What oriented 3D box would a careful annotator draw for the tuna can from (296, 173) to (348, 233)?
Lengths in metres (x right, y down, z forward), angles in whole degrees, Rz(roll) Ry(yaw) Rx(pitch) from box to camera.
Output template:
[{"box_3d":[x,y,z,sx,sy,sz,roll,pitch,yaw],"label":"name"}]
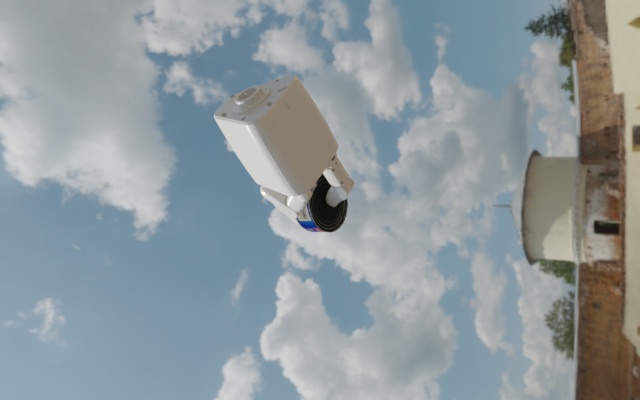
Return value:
[{"box_3d":[0.000,0.002,0.670,0.034,0.086,0.086,-3,-2,39],"label":"tuna can"}]
